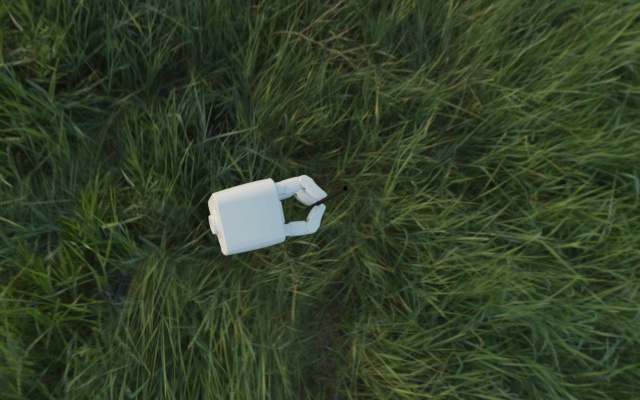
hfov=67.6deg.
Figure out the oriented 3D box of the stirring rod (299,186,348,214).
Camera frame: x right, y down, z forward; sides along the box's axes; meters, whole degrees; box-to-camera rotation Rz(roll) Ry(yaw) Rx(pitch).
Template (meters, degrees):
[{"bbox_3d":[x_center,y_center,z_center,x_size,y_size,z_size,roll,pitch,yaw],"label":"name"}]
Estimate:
[{"bbox_3d":[0.000,0.003,0.850,0.011,0.011,0.239,0,-10,-19],"label":"stirring rod"}]
